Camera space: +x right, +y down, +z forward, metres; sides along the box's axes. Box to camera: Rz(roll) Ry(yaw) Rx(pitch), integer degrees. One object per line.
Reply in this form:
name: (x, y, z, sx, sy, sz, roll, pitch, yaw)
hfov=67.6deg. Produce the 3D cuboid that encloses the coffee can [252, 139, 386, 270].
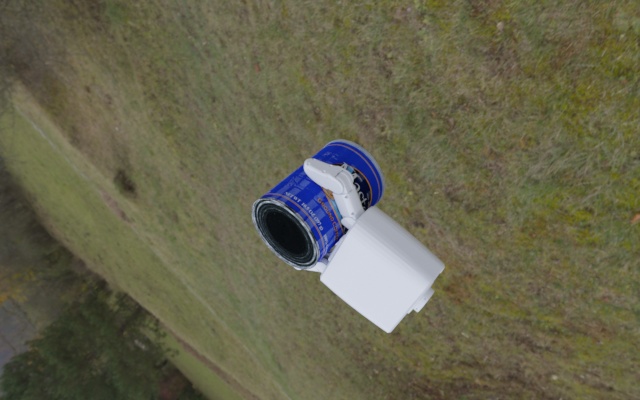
coffee can: (0.000, 0.002, 0.592, 0.103, 0.103, 0.140, 0, 33, 47)
